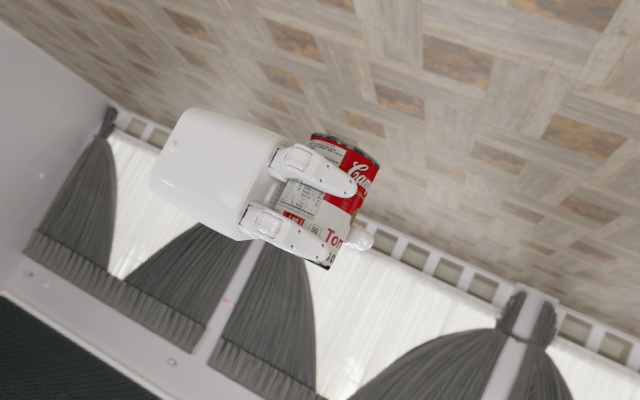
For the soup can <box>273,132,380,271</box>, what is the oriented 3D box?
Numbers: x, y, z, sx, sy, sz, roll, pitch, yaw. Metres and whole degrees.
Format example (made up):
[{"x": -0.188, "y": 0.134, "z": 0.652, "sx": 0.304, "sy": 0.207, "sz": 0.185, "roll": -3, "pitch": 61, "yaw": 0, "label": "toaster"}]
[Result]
[{"x": 0.000, "y": 0.002, "z": 0.417, "sx": 0.068, "sy": 0.102, "sz": 0.068, "roll": 26, "pitch": -7, "yaw": 3, "label": "soup can"}]
